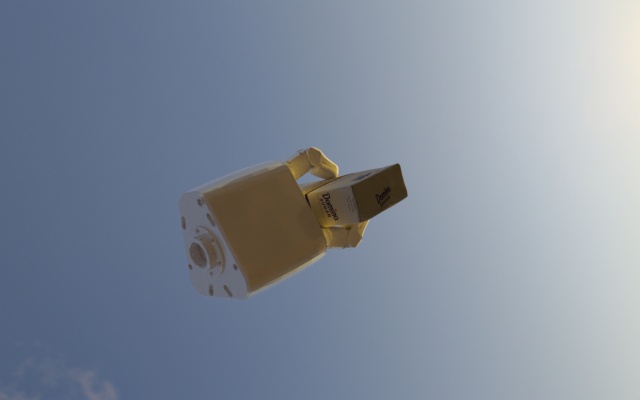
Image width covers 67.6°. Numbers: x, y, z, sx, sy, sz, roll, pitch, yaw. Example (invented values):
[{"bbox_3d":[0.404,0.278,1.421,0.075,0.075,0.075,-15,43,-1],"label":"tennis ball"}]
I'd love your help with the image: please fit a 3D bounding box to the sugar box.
[{"bbox_3d":[0.000,0.002,0.545,0.176,0.048,0.093,-6,13,43],"label":"sugar box"}]
